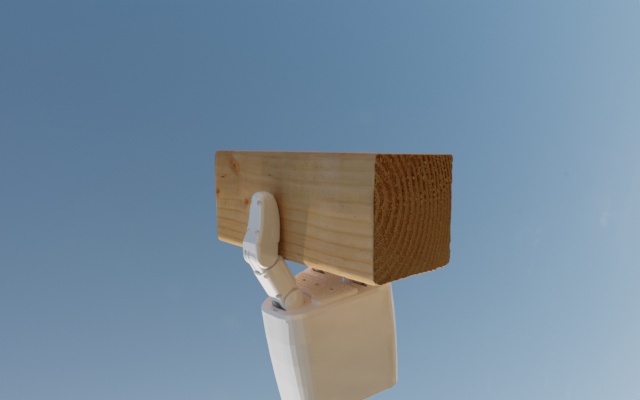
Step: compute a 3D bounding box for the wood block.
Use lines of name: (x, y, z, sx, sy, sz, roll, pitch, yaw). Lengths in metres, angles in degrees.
wood block: (0.000, 0.002, 0.415, 0.091, 0.090, 0.206, -6, 9, -42)
